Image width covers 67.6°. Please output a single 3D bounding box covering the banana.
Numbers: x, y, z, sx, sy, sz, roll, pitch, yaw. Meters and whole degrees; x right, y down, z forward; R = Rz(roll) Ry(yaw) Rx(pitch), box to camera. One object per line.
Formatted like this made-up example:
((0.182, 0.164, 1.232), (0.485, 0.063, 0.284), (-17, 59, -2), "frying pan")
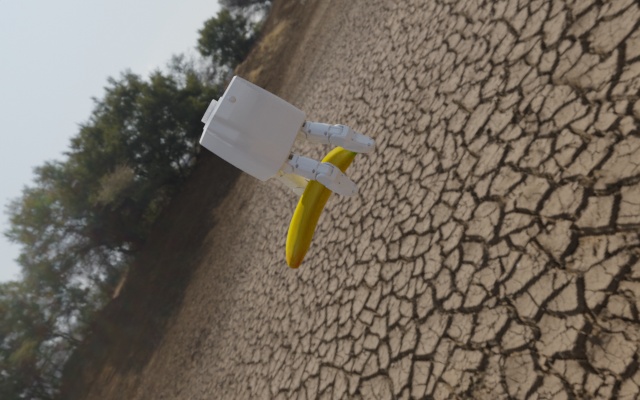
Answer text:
((-0.004, -0.001, 0.655), (0.037, 0.198, 0.069), (30, -8, -16), "banana")
